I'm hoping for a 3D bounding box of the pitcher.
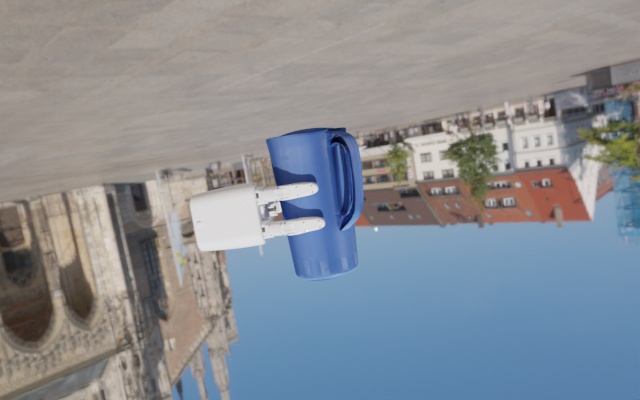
[{"bbox_3d":[0.000,0.003,0.784,0.145,0.243,0.149,-9,6,3],"label":"pitcher"}]
